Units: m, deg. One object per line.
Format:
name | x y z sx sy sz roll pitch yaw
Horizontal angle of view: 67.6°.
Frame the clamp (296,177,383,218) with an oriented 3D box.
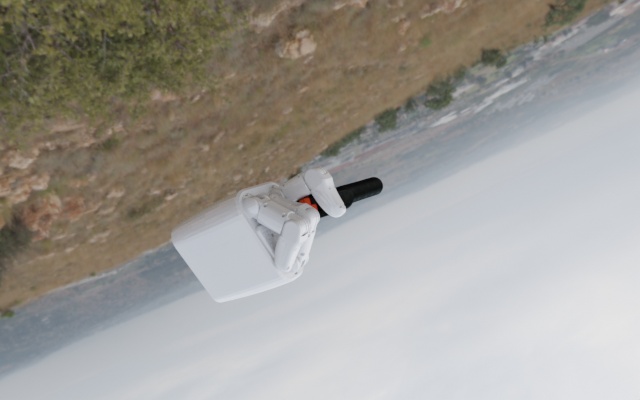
clamp | 0.000 0.003 0.603 0.120 0.039 0.171 -20 -2 27
